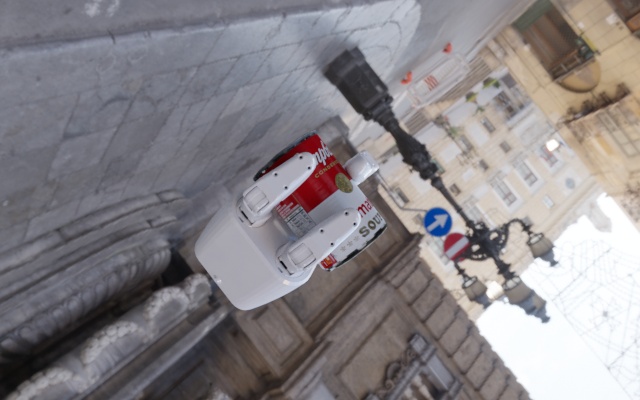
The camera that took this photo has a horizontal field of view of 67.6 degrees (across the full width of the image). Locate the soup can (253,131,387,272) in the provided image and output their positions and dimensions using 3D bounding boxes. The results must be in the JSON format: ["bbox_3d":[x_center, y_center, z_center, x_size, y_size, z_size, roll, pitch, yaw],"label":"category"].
[{"bbox_3d":[0.001,0.001,0.407,0.068,0.102,0.068,-38,-1,0],"label":"soup can"}]
